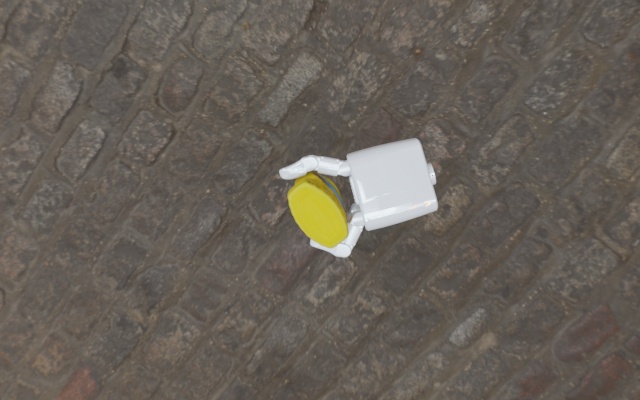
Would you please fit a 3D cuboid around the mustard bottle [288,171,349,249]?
[{"bbox_3d":[0.000,0.003,0.706,0.058,0.096,0.191,-39,7,9],"label":"mustard bottle"}]
